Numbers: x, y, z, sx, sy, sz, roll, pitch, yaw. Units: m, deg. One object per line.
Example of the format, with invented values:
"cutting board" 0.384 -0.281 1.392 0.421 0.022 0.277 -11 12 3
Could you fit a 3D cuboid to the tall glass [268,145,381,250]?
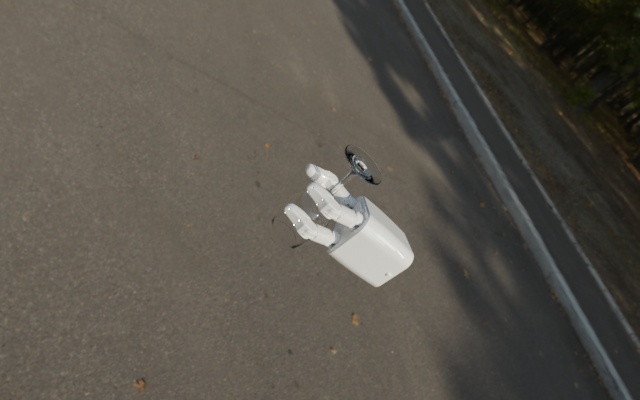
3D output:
"tall glass" 0.000 0.002 0.758 0.201 0.079 0.079 -41 -24 31
